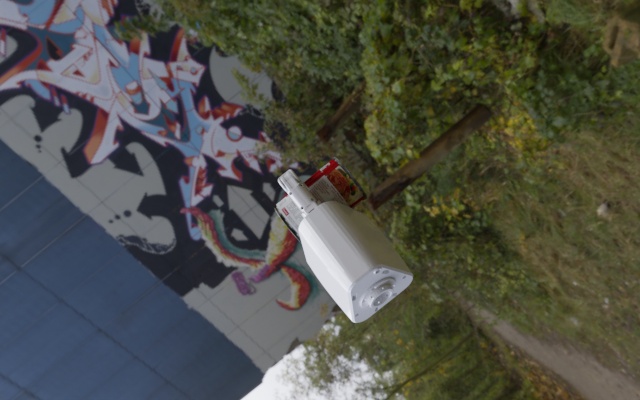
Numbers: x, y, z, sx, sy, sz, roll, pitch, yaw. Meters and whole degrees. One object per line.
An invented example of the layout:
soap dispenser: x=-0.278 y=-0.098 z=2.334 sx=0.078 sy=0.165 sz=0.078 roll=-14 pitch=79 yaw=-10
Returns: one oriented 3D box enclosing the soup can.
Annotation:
soup can: x=0.000 y=0.002 z=0.615 sx=0.102 sy=0.068 sz=0.068 roll=-39 pitch=0 yaw=0
